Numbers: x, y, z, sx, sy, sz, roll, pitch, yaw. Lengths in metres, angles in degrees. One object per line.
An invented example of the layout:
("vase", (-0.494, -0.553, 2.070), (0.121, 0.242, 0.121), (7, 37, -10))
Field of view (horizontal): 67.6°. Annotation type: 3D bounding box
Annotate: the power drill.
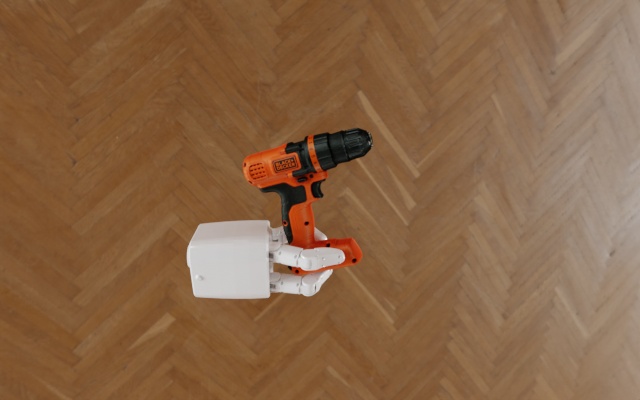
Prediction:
("power drill", (0.000, 0.003, 0.671), (0.184, 0.188, 0.057), (-13, 11, 15))
